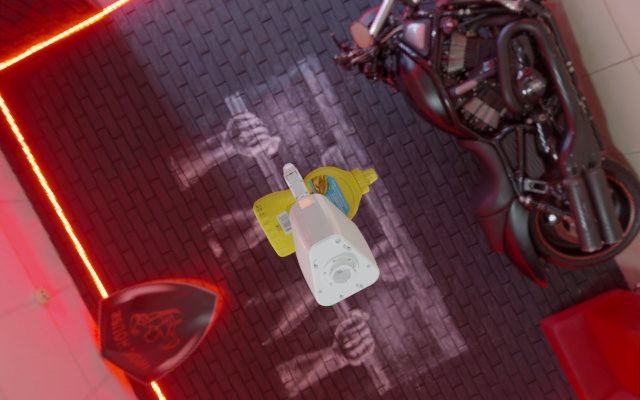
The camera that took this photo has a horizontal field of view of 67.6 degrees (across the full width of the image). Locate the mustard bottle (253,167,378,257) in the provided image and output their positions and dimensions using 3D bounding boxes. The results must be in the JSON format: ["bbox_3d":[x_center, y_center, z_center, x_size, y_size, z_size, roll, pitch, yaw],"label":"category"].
[{"bbox_3d":[0.000,0.002,0.738,0.191,0.096,0.058,-28,8,0],"label":"mustard bottle"}]
